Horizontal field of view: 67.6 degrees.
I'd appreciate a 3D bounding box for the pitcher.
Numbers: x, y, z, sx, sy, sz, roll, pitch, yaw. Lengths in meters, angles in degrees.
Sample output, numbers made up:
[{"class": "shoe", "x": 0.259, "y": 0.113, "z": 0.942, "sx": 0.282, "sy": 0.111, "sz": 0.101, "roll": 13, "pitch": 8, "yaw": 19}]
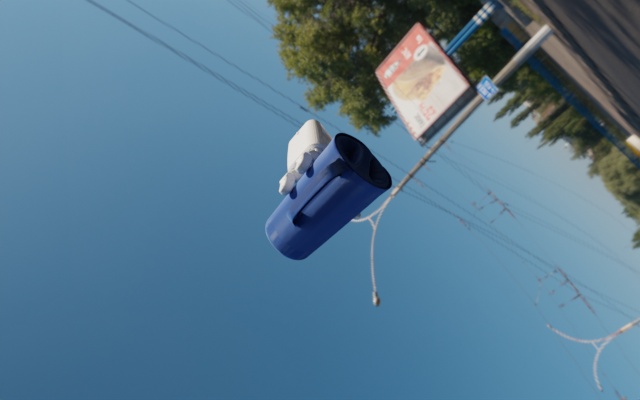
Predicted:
[{"class": "pitcher", "x": 0.000, "y": 0.003, "z": 0.878, "sx": 0.149, "sy": 0.145, "sz": 0.243, "roll": 29, "pitch": -59, "yaw": -27}]
